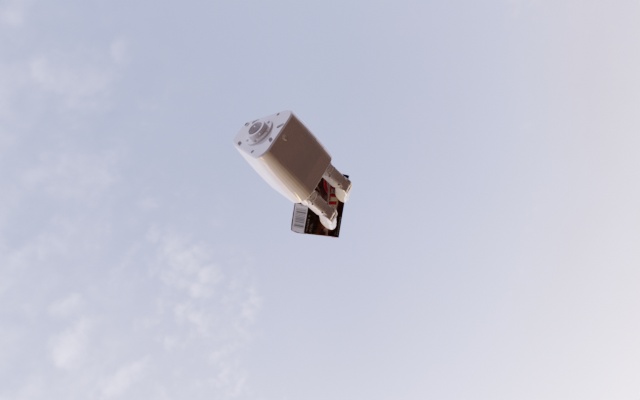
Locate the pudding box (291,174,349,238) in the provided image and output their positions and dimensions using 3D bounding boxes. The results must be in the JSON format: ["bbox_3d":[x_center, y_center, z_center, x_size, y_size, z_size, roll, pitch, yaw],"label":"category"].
[{"bbox_3d":[0.000,0.003,0.801,0.039,0.113,0.090,11,0,43],"label":"pudding box"}]
